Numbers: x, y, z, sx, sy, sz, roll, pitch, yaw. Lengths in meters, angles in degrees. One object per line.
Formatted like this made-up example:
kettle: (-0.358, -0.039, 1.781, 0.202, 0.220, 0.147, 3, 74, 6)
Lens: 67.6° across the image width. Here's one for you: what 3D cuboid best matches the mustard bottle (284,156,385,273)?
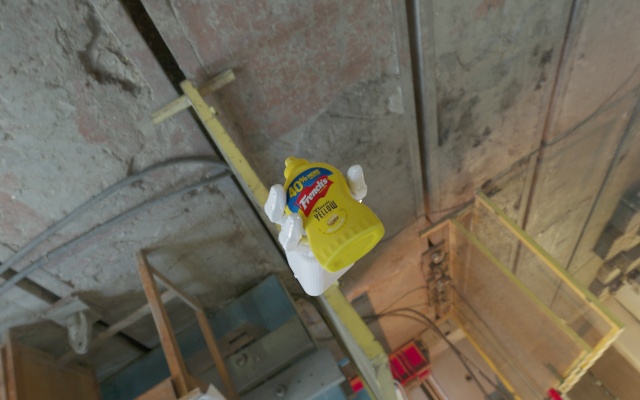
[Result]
mustard bottle: (0.000, 0.002, 0.670, 0.096, 0.191, 0.058, -38, -36, 3)
